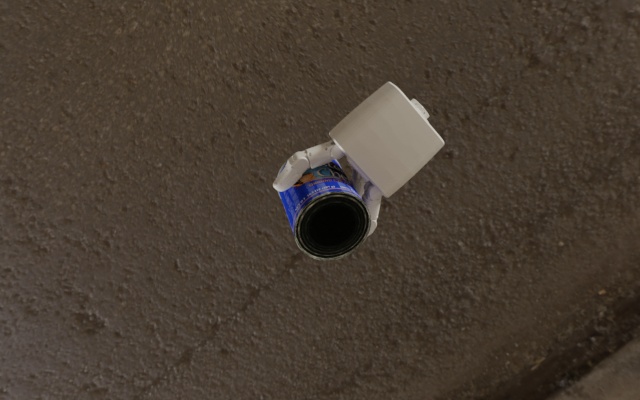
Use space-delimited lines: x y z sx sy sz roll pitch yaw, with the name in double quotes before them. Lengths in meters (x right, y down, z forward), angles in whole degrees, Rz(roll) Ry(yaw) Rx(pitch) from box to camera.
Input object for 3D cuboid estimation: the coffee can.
"coffee can" 0.000 0.002 0.667 0.103 0.103 0.140 0 28 -15
